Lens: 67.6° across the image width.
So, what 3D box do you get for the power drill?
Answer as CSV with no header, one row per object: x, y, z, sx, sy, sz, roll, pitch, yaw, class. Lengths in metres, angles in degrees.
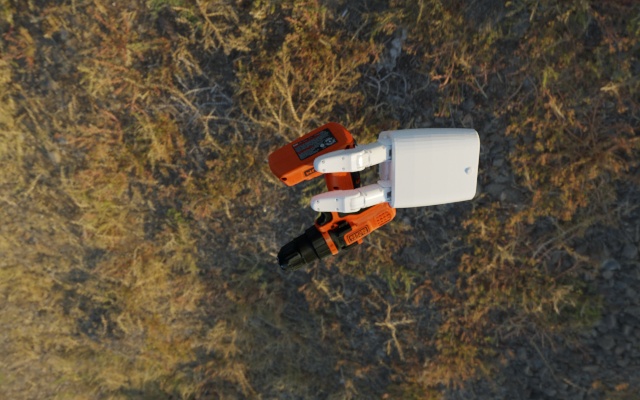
0.000,0.002,0.633,0.184,0.188,0.057,-30,46,-4,power drill
